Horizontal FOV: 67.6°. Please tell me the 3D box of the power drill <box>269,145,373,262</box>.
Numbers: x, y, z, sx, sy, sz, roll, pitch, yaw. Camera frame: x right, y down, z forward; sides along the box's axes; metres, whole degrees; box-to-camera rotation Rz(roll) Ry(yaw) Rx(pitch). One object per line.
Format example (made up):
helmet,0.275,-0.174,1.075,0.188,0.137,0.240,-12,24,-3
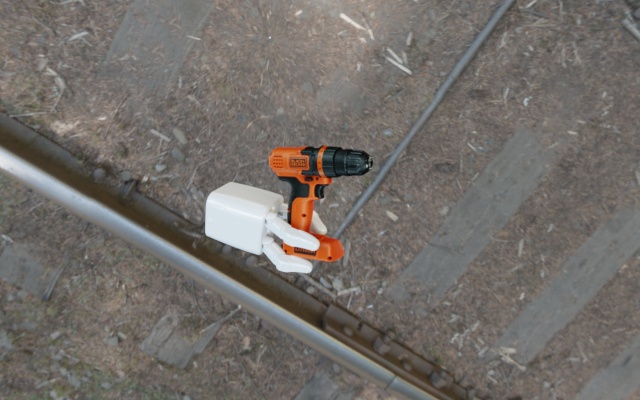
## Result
power drill,0.000,0.003,0.792,0.184,0.188,0.057,5,11,30
